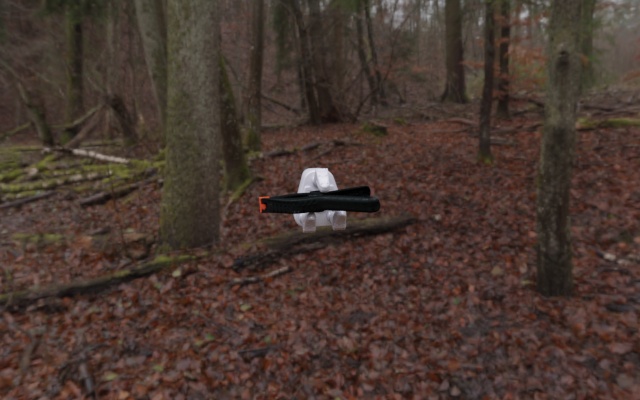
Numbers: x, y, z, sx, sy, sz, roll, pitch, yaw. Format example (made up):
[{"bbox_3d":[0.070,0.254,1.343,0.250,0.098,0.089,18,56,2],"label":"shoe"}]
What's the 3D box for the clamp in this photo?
[{"bbox_3d":[0.000,0.002,0.826,0.210,0.036,0.164,-5,8,-6],"label":"clamp"}]
